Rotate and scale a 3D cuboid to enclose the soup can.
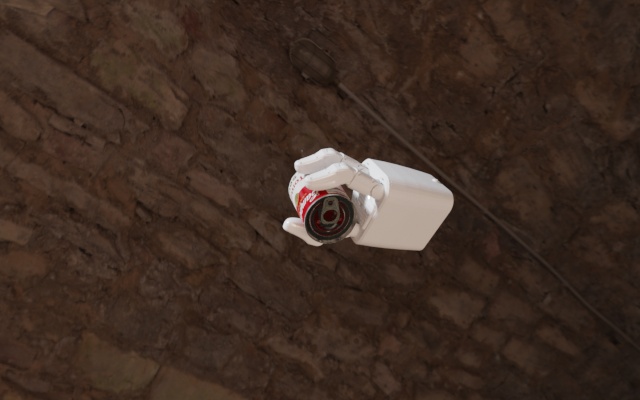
[{"bbox_3d":[0.000,0.002,0.629,0.068,0.068,0.102,0,25,-17],"label":"soup can"}]
